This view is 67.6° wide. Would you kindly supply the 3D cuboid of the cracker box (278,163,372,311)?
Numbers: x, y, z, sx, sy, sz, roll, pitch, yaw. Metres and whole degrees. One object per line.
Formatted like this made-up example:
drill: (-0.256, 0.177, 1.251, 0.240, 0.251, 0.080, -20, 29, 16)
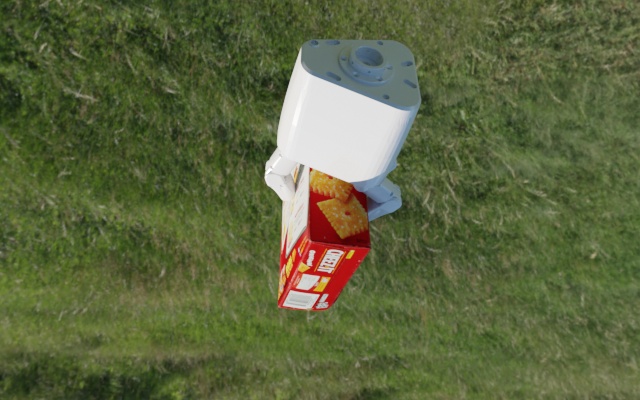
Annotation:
cracker box: (0.000, 0.002, 0.573, 0.072, 0.213, 0.164, 9, -37, -12)
